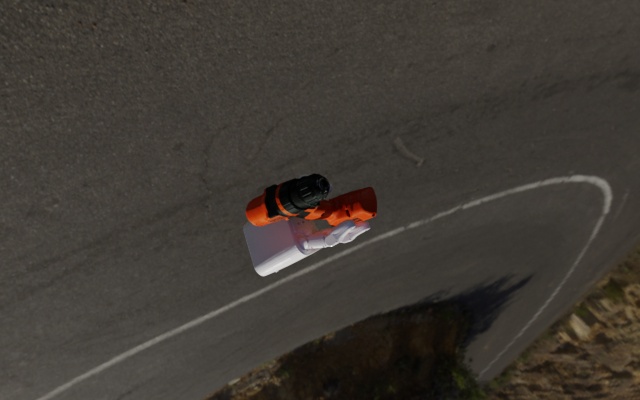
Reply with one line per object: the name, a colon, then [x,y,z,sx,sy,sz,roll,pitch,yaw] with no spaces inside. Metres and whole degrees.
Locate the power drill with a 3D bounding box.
power drill: [0.000,0.003,0.760,0.187,0.057,0.184,6,-16,-39]
